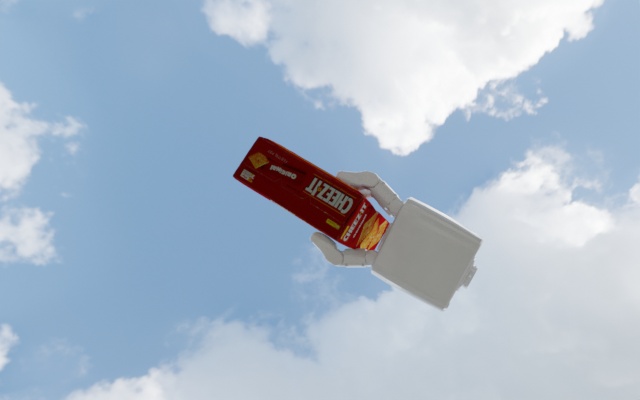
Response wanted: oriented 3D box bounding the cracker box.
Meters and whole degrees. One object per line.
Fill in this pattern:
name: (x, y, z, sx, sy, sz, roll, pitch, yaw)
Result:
cracker box: (0.000, 0.002, 0.670, 0.164, 0.072, 0.214, 30, -2, 20)
